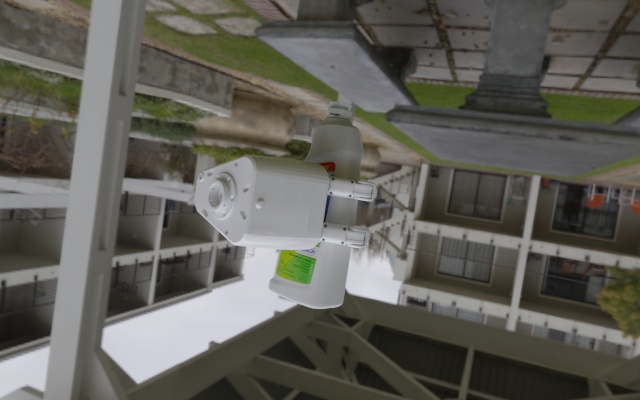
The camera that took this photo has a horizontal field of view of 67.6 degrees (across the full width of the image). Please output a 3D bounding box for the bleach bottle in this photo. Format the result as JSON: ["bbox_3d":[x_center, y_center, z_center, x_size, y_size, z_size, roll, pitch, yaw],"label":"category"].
[{"bbox_3d":[0.000,0.002,0.608,0.102,0.251,0.068,11,4,44],"label":"bleach bottle"}]
